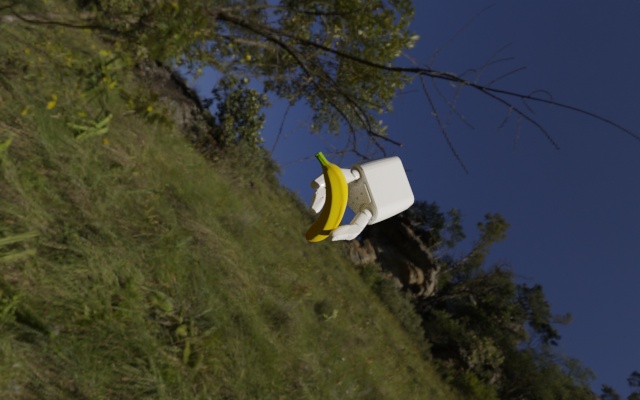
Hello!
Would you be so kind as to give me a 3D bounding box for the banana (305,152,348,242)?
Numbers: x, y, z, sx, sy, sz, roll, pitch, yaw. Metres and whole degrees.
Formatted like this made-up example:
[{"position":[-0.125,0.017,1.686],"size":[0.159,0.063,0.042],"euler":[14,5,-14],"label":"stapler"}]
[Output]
[{"position":[0.013,0.010,0.838],"size":[0.037,0.198,0.069],"euler":[-23,48,-35],"label":"banana"}]
